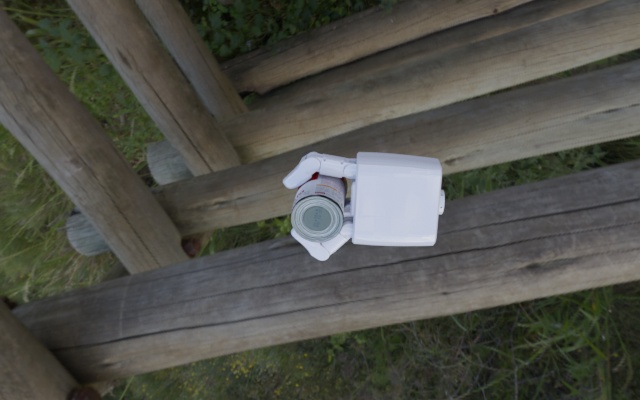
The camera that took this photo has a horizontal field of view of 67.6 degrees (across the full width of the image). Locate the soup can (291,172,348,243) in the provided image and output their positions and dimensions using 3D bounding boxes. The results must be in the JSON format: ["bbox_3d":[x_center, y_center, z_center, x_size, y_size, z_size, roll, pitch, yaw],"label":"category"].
[{"bbox_3d":[0.000,0.002,0.626,0.068,0.068,0.102,0,26,5],"label":"soup can"}]
